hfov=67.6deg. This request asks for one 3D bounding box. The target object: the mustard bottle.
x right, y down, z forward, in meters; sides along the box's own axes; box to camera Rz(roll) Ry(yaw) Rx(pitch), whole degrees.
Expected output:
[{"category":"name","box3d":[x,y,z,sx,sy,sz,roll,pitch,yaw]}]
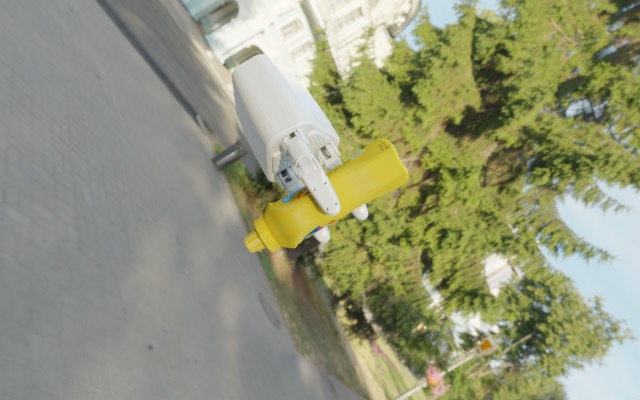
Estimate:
[{"category":"mustard bottle","box3d":[0.000,0.002,0.531,0.191,0.058,0.096,-30,6,1]}]
